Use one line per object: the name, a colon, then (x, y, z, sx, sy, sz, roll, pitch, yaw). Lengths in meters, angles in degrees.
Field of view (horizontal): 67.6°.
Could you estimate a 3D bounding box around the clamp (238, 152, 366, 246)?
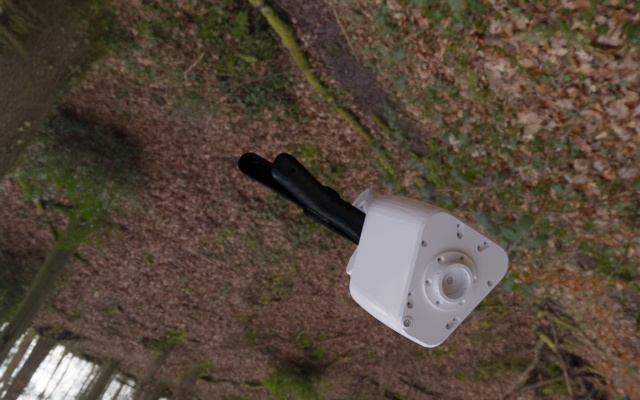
clamp: (0.000, 0.002, 0.476, 0.171, 0.039, 0.120, 31, -3, -16)
